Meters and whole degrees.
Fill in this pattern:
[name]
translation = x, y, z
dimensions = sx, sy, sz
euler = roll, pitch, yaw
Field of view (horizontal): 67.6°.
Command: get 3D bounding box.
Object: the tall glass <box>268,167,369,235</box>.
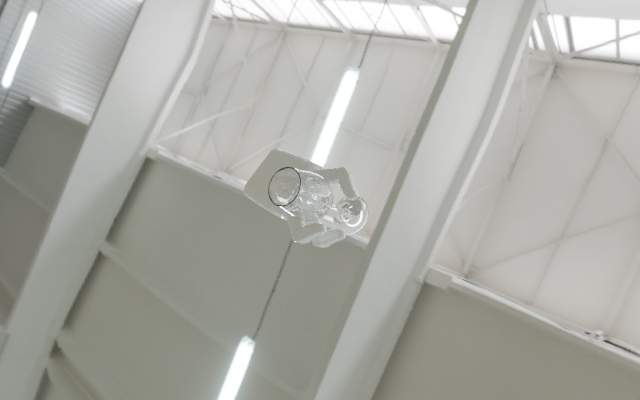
[tall glass]
translation = 0.001, 0.003, 0.789
dimensions = 0.079, 0.079, 0.201
euler = 0, -14, 34
